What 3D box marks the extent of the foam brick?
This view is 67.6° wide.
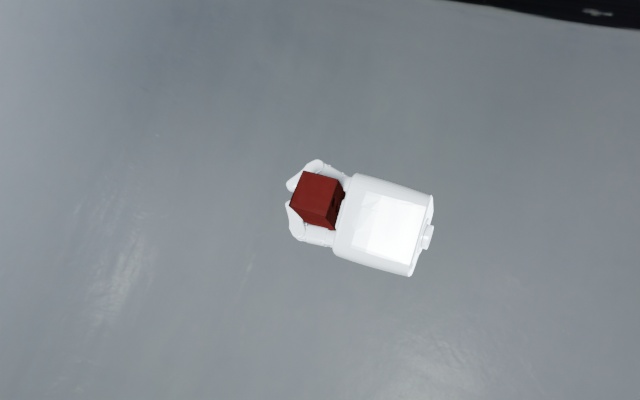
[{"bbox_3d":[0.000,0.002,0.628,0.051,0.053,0.078,16,-13,19],"label":"foam brick"}]
